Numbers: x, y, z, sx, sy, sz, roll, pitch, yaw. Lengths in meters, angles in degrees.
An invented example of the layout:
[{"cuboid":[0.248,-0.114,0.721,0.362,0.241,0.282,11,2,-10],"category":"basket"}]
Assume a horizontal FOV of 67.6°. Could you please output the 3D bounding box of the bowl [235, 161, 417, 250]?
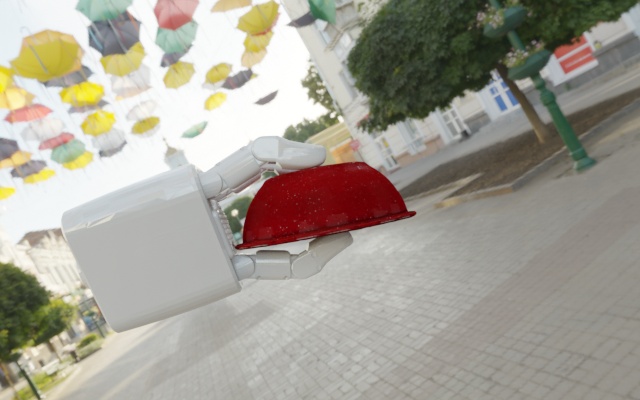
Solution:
[{"cuboid":[0.001,0.001,0.424,0.162,0.055,0.162,-10,-2,0],"category":"bowl"}]
